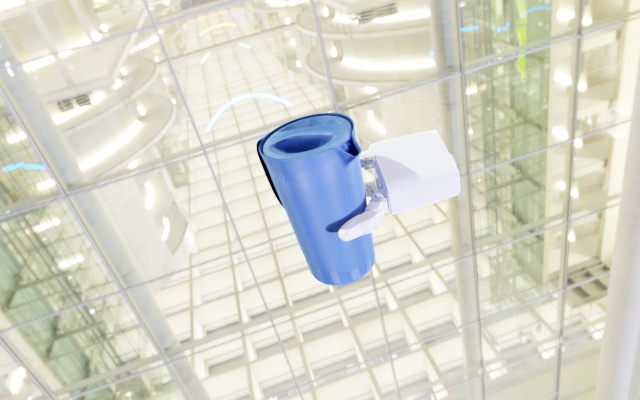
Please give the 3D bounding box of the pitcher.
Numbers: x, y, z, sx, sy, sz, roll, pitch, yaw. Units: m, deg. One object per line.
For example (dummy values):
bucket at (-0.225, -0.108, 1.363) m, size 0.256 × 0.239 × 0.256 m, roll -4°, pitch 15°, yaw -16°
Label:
pitcher at (0.000, 0.002, 0.708) m, size 0.145 × 0.243 × 0.149 m, roll -16°, pitch 32°, yaw 0°
